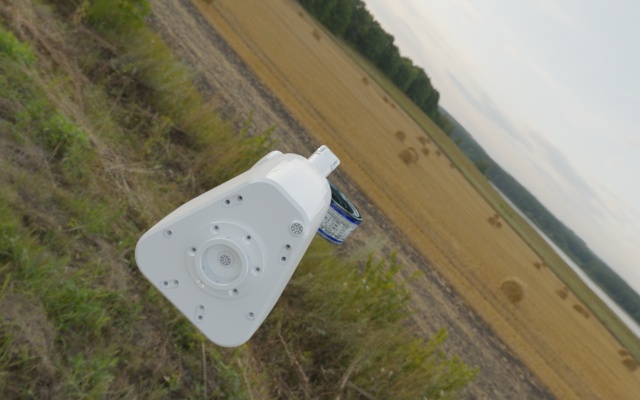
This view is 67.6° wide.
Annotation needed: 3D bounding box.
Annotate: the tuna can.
[{"bbox_3d":[0.000,0.001,0.465,0.086,0.034,0.086,42,10,-9],"label":"tuna can"}]
